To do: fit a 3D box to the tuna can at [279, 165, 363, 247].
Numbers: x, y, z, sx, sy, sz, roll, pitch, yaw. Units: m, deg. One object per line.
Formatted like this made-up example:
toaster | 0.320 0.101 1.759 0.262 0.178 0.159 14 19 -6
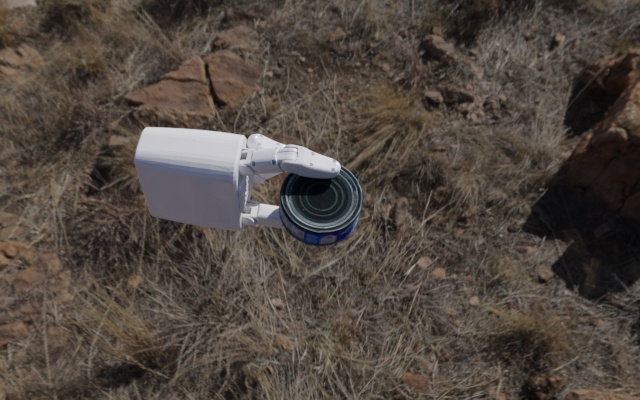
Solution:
tuna can | 0.000 0.001 0.492 0.086 0.086 0.034 0 -27 -6
